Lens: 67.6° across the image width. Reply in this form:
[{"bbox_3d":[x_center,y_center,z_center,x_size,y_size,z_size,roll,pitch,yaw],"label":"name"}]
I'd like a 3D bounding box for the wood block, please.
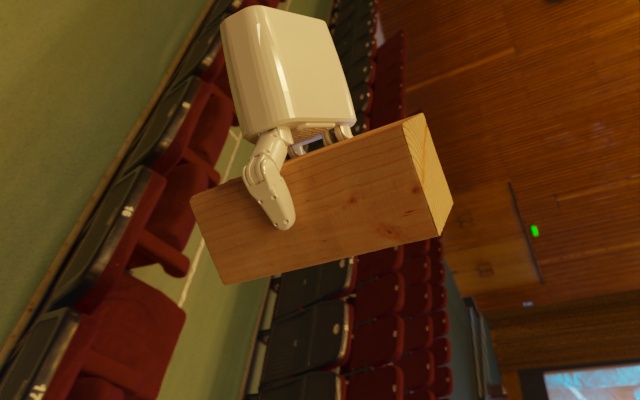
[{"bbox_3d":[0.000,0.001,0.430,0.206,0.090,0.091,-17,8,26],"label":"wood block"}]
